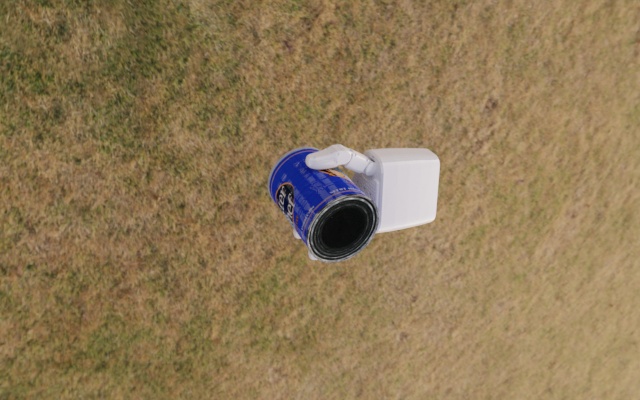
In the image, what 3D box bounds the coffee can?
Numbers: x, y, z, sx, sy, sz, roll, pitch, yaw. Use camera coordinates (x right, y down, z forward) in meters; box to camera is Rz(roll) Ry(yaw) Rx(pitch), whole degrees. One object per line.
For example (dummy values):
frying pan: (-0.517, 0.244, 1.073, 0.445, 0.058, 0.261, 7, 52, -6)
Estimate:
coffee can: (0.000, 0.002, 0.649, 0.103, 0.103, 0.140, 0, 30, -30)
